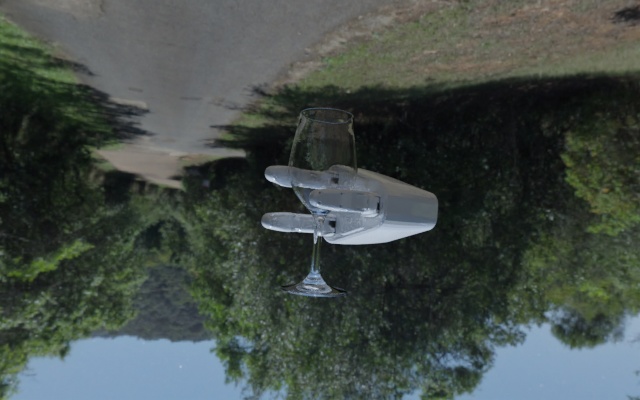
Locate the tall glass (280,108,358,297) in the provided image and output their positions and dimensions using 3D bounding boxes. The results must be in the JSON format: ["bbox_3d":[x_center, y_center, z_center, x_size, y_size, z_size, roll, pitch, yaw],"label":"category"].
[{"bbox_3d":[0.000,0.002,0.538,0.079,0.201,0.079,4,-2,0],"label":"tall glass"}]
